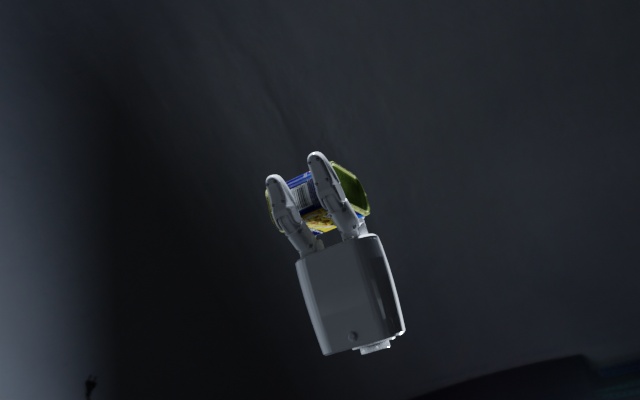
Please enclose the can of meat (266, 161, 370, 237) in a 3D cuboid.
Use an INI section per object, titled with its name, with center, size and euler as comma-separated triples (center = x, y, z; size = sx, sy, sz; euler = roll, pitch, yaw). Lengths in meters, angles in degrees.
[can of meat]
center = 0.000, 0.002, 0.561
size = 0.084, 0.057, 0.102
euler = -23, -22, 22
